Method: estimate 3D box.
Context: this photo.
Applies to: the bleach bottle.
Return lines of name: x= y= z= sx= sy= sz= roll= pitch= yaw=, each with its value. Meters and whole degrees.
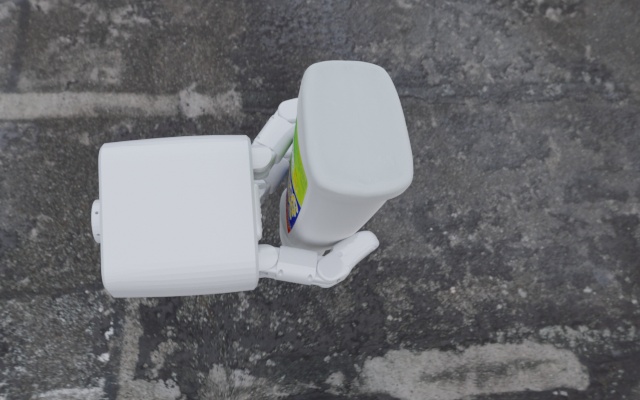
bleach bottle: x=0.000 y=0.001 z=0.403 sx=0.068 sy=0.102 sz=0.251 roll=-1 pitch=-24 yaw=-12
